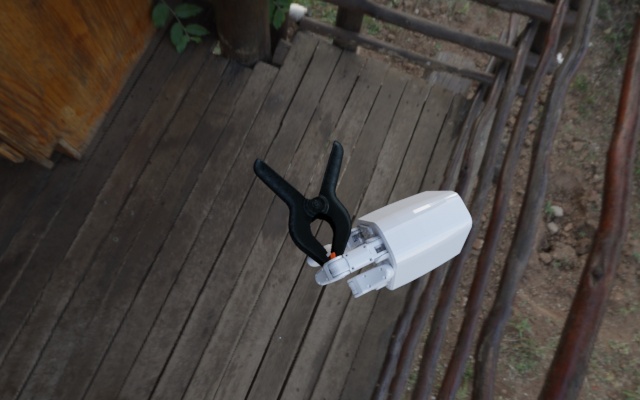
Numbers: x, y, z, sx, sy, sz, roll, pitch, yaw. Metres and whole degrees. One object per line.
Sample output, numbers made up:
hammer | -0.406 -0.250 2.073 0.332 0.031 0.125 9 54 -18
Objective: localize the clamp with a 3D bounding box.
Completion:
clamp | 0.000 0.002 0.606 0.120 0.171 0.039 -25 -12 -8
